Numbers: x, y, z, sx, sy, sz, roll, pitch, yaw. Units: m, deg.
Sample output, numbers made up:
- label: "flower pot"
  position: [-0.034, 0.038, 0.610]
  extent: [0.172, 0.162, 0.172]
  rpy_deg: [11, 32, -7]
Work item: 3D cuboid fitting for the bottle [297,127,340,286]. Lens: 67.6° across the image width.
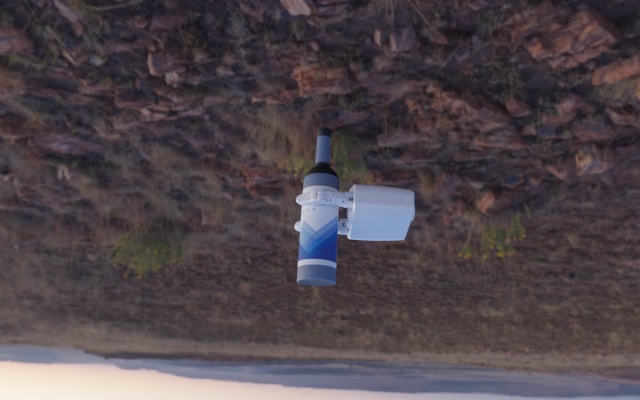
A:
- label: "bottle"
  position: [0.000, 0.003, 0.868]
  extent: [0.069, 0.295, 0.069]
  rpy_deg: [3, -20, 1]
